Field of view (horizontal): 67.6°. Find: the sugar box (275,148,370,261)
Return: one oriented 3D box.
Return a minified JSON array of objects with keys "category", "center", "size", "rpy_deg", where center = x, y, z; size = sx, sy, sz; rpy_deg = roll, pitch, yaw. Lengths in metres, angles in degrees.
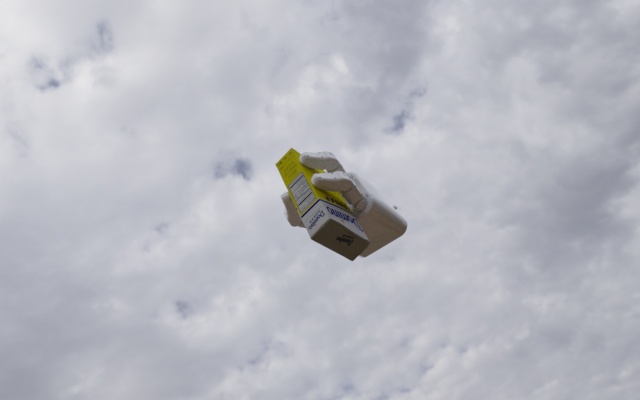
[{"category":"sugar box","center":[0.001,0.002,0.698],"size":[0.093,0.048,0.176],"rpy_deg":[32,17,-40]}]
